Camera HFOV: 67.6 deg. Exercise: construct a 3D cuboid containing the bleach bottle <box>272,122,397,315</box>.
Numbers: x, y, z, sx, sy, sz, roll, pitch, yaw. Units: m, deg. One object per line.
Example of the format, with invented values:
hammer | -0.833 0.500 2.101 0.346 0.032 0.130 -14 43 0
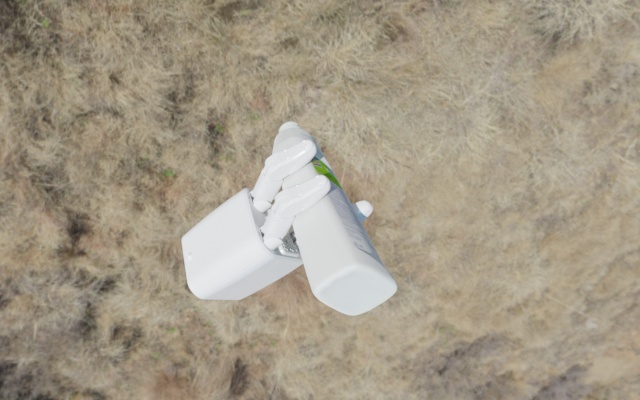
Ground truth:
bleach bottle | 0.000 0.002 0.553 0.068 0.250 0.103 -34 -41 15
